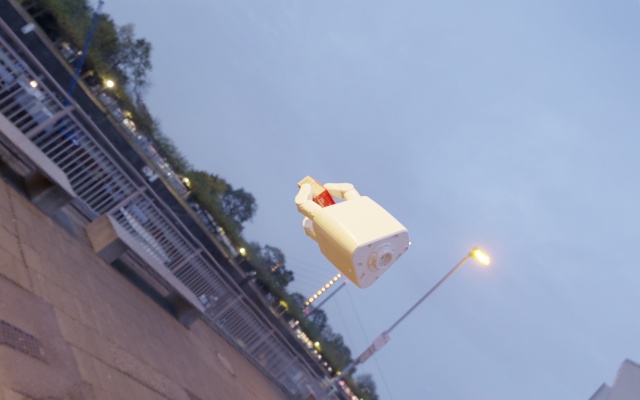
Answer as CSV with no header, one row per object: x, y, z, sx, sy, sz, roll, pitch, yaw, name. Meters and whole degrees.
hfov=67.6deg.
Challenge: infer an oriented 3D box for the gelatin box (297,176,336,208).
0.000,0.002,0.854,0.030,0.073,0.089,-36,30,-9,gelatin box
